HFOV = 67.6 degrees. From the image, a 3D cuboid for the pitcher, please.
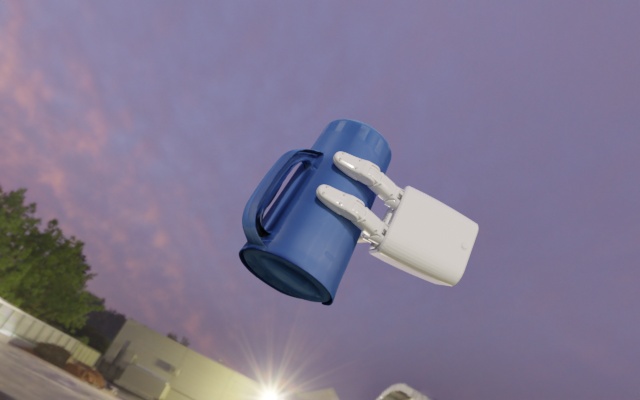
[{"bbox_3d":[0.000,0.002,0.638,0.145,0.242,0.149,27,-27,2],"label":"pitcher"}]
